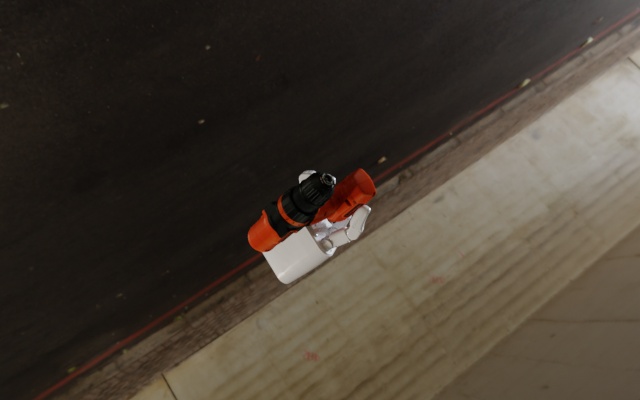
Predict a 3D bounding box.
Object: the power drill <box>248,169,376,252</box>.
[{"bbox_3d":[0.000,0.002,0.716,0.187,0.057,0.184,-16,-16,-47],"label":"power drill"}]
